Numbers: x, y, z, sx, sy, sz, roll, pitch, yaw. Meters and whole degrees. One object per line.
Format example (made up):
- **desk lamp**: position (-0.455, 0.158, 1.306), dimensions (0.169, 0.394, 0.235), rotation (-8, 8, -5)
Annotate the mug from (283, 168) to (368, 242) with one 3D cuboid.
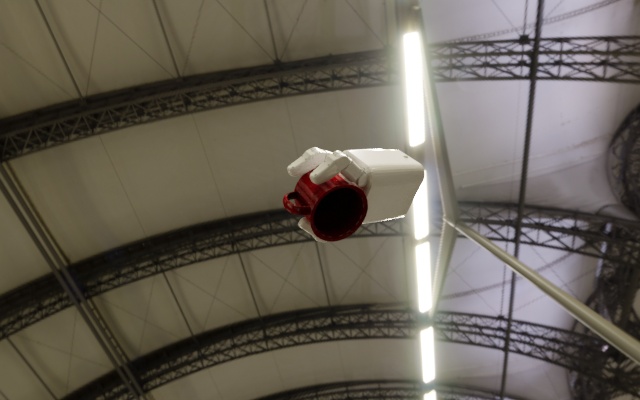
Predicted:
- **mug**: position (-0.001, 0.002, 0.707), dimensions (0.117, 0.093, 0.081), rotation (-6, 29, -26)
